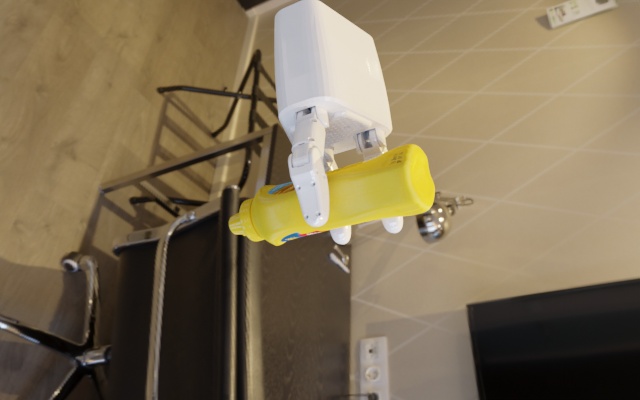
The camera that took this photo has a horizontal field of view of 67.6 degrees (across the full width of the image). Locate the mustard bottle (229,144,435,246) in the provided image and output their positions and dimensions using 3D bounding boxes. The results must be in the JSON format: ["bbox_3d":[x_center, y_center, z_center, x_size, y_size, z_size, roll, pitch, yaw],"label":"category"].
[{"bbox_3d":[0.000,0.002,0.430,0.191,0.058,0.096,-14,5,23],"label":"mustard bottle"}]
